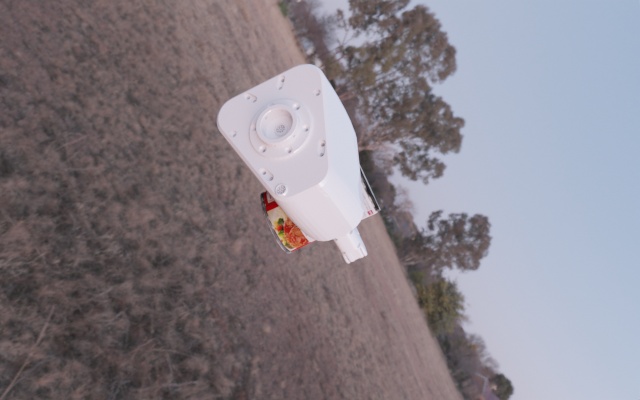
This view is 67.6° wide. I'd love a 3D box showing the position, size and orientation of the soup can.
[{"bbox_3d":[0.001,0.002,0.479,0.102,0.068,0.068,-25,-3,6],"label":"soup can"}]
